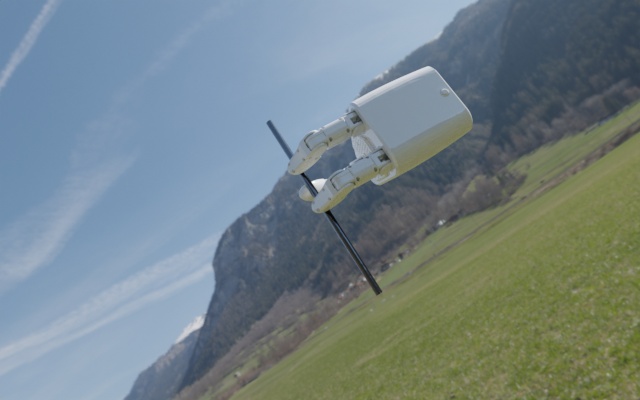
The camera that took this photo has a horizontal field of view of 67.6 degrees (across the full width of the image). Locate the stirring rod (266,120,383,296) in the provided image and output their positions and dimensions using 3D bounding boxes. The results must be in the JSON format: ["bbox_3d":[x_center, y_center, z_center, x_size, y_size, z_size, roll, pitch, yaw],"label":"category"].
[{"bbox_3d":[0.000,0.002,0.539,0.011,0.239,0.011,-29,-18,-11],"label":"stirring rod"}]
